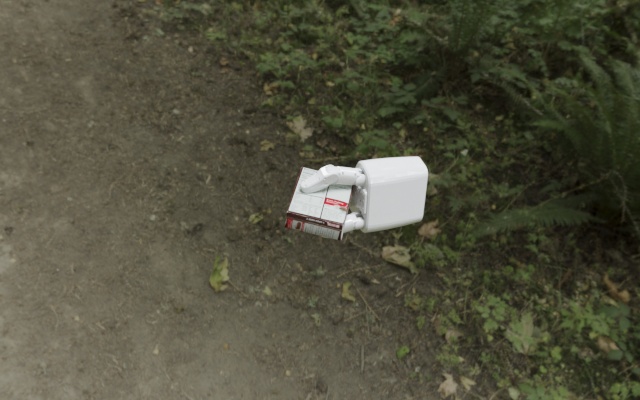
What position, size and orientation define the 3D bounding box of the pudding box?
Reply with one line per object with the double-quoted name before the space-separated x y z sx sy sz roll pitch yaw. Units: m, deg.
"pudding box" 0.000 0.002 0.744 0.090 0.039 0.113 13 42 3
